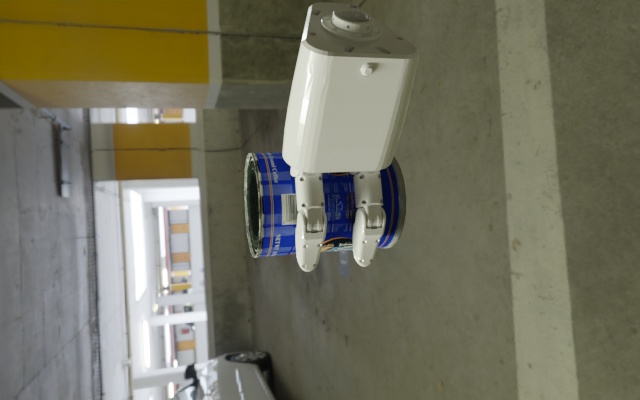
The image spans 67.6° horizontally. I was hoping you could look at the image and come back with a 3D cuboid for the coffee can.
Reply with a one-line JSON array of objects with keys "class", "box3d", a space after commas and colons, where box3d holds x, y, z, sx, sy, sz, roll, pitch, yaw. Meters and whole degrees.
[{"class": "coffee can", "box3d": [0.000, 0.002, 0.480, 0.140, 0.103, 0.103, -3, 1, -16]}]
